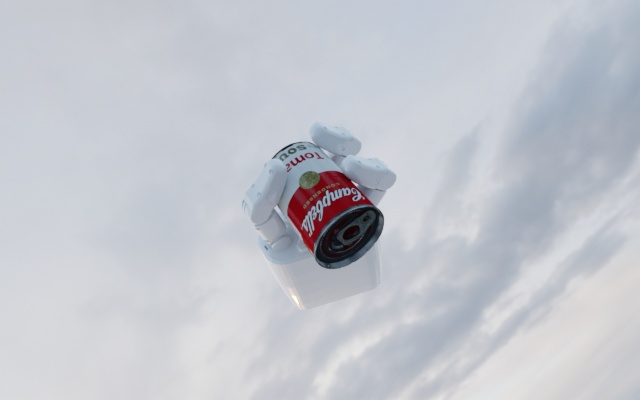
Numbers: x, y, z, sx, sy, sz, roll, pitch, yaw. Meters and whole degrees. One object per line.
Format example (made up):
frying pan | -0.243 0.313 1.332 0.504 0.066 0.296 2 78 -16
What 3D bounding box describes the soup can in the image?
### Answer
soup can | 0.000 0.001 0.424 0.068 0.068 0.102 0 37 -38
